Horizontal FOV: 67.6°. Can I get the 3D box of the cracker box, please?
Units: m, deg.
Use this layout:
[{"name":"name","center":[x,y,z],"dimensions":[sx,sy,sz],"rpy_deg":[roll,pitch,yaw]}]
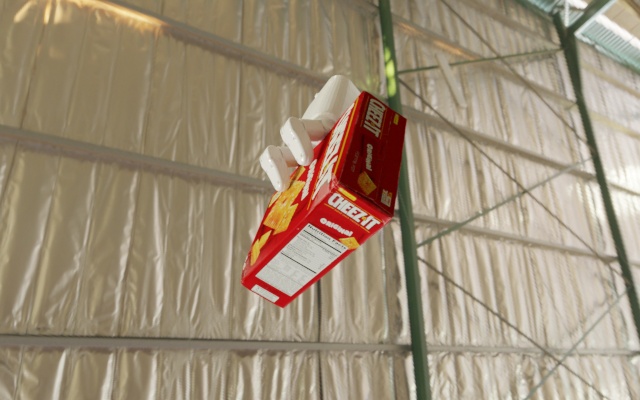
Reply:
[{"name":"cracker box","center":[0.000,0.002,0.546],"dimensions":[0.072,0.164,0.214],"rpy_deg":[31,-47,-14]}]
